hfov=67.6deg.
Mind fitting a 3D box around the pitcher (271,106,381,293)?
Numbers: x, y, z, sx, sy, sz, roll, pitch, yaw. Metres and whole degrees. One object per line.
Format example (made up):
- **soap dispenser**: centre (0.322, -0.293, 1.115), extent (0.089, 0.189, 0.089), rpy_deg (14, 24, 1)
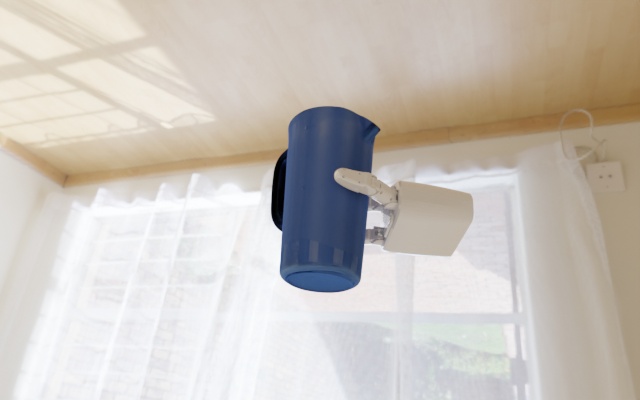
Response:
- **pitcher**: centre (0.000, 0.002, 0.680), extent (0.145, 0.242, 0.149), rpy_deg (8, -27, -6)
